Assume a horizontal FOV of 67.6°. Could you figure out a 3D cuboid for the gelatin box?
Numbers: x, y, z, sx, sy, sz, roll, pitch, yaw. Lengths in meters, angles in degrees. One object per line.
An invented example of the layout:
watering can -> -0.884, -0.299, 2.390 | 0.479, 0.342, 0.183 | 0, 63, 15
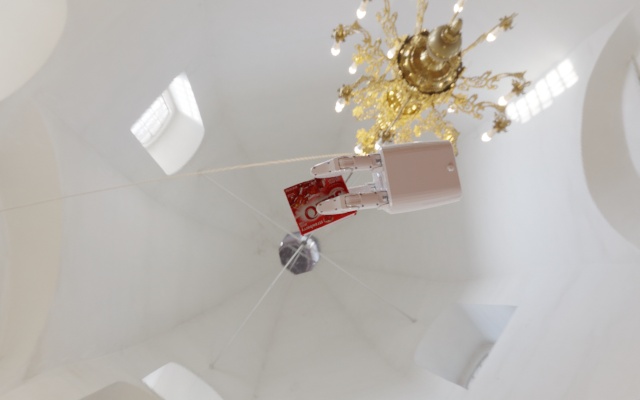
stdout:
gelatin box -> 0.000, 0.002, 0.701 | 0.089, 0.073, 0.030 | -22, -9, -1
